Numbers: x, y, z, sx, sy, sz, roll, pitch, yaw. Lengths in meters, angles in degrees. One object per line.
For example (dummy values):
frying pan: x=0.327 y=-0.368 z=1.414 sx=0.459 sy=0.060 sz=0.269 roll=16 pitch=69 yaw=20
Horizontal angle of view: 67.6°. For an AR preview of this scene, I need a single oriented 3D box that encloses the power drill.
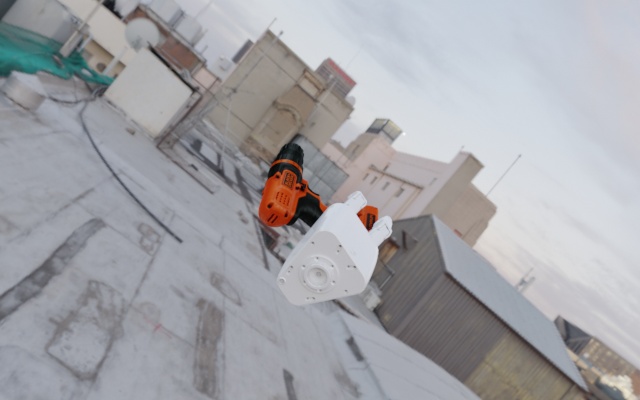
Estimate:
power drill: x=0.000 y=0.003 z=0.743 sx=0.188 sy=0.184 sz=0.057 roll=29 pitch=-52 yaw=-14
